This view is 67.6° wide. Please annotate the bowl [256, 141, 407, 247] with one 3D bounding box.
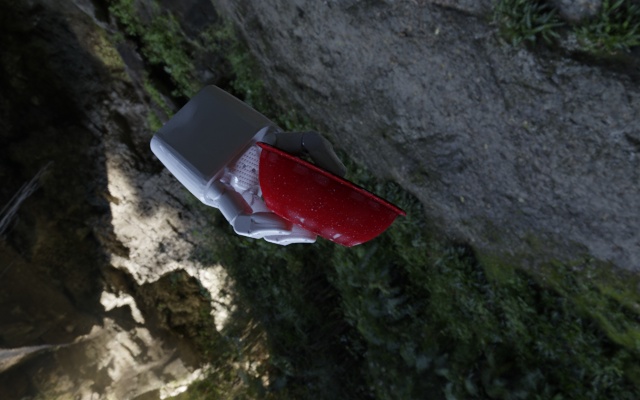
[{"bbox_3d":[0.001,0.002,0.467,0.162,0.055,0.162,25,0,0],"label":"bowl"}]
